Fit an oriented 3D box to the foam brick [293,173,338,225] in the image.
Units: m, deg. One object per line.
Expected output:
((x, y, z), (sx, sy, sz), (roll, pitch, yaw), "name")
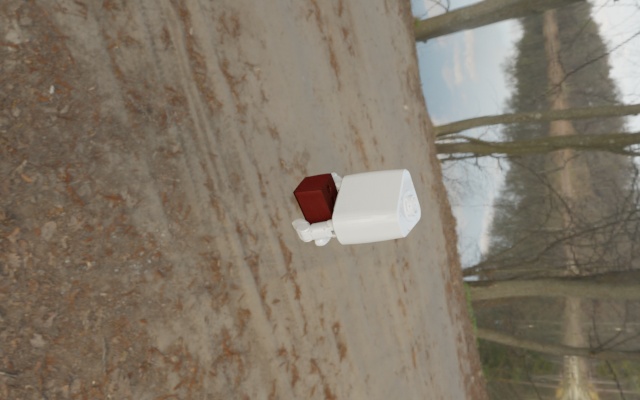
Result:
((0.000, 0.002, 0.777), (0.051, 0.078, 0.053), (-8, 30, 28), "foam brick")
